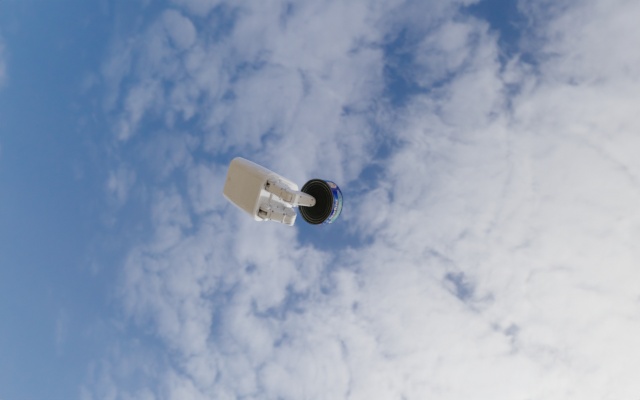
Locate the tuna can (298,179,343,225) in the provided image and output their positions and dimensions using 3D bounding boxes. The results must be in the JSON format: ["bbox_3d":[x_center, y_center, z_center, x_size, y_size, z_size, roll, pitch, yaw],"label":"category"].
[{"bbox_3d":[0.001,0.003,0.892,0.086,0.086,0.034,0,-2,40],"label":"tuna can"}]
